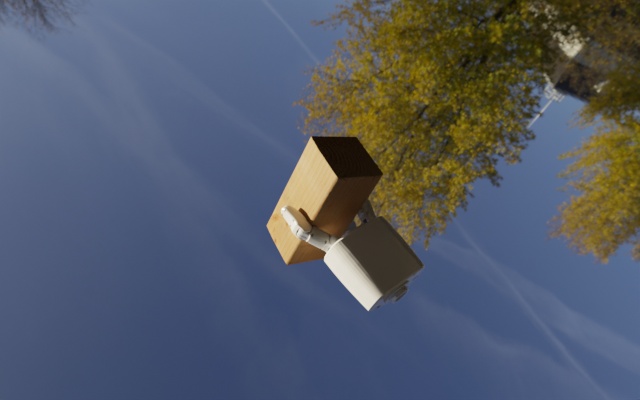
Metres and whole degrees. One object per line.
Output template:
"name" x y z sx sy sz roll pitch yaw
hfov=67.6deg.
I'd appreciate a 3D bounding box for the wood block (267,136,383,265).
"wood block" 0.000 0.003 0.770 0.091 0.090 0.206 -5 -40 -36
